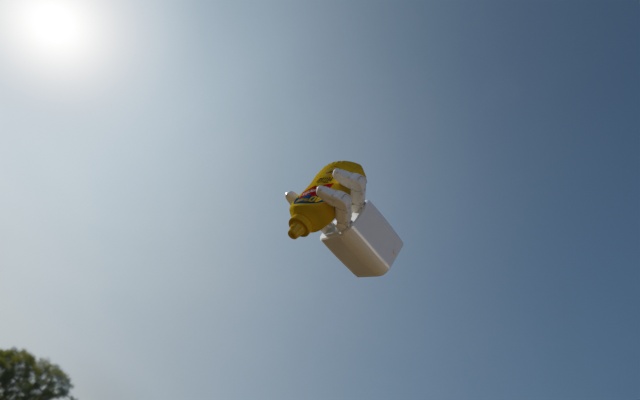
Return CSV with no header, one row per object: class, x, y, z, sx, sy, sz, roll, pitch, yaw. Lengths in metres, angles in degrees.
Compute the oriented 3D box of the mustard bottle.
mustard bottle,0.000,0.002,0.841,0.096,0.058,0.191,-1,35,37
